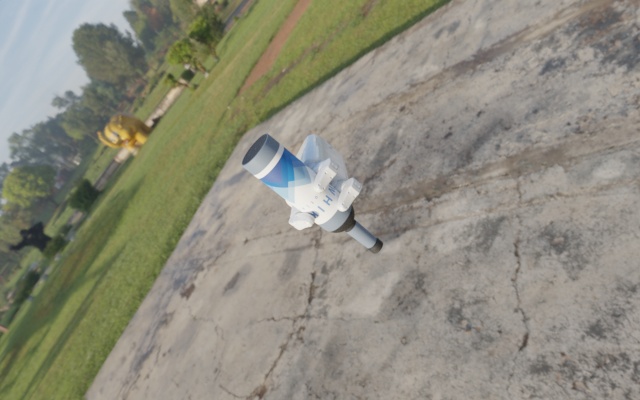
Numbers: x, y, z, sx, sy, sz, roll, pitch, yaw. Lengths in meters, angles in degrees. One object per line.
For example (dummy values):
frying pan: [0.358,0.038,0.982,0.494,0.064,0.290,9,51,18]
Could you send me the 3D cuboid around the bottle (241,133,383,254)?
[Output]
bottle: [0.000,0.003,0.821,0.296,0.069,0.069,39,-18,-24]
